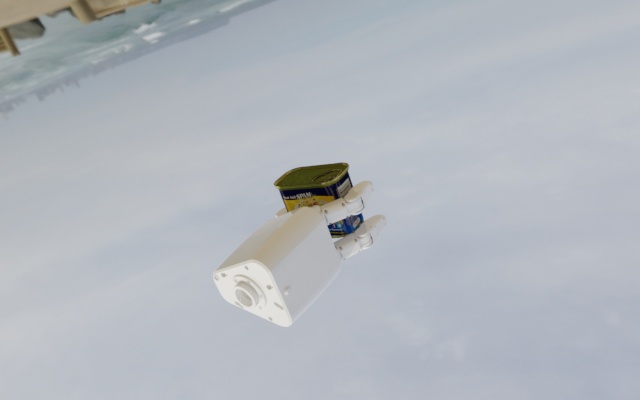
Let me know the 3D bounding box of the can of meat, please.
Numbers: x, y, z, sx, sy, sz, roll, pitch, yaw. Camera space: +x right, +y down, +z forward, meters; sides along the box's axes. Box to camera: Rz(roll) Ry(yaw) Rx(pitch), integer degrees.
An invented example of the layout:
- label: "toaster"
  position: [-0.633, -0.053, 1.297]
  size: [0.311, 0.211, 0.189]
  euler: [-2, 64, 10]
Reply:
- label: "can of meat"
  position: [0.000, 0.002, 0.630]
  size: [0.102, 0.084, 0.057]
  euler: [-3, 28, 34]
